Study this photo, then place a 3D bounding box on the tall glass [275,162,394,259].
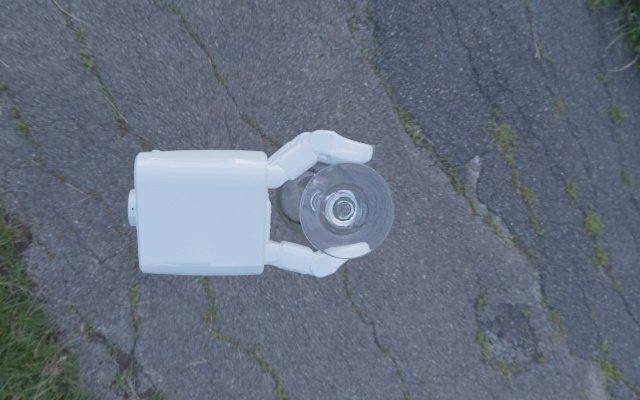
[{"bbox_3d":[0.000,0.002,0.457,0.079,0.079,0.201,0,4,-12],"label":"tall glass"}]
